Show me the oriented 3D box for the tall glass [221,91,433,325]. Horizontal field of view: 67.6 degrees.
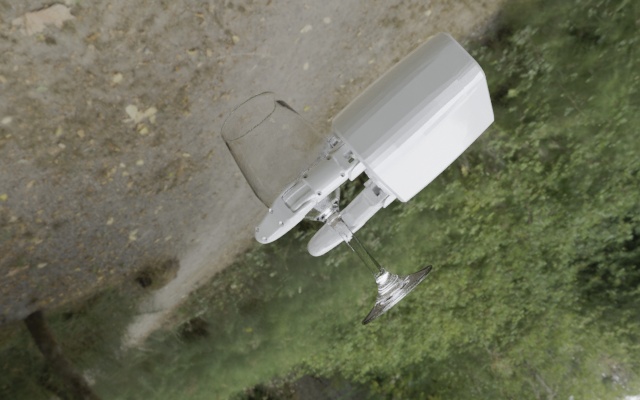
[{"bbox_3d":[0.000,0.002,0.403,0.079,0.201,0.079,-39,-9,-8],"label":"tall glass"}]
